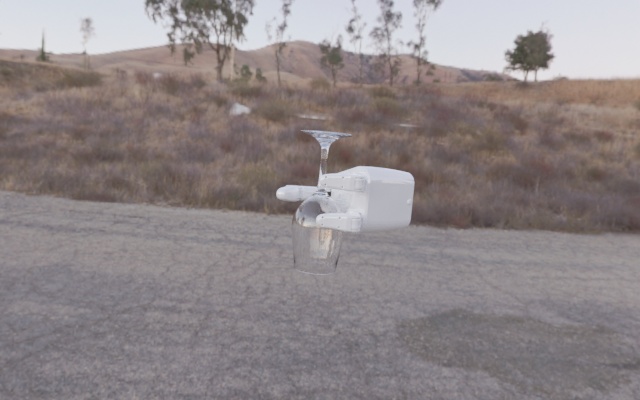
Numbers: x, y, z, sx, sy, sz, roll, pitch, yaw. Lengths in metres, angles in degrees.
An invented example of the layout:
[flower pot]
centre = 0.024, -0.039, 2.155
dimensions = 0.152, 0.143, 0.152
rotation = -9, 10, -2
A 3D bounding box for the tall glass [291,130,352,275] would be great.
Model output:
[tall glass]
centre = 0.000, 0.002, 0.692
dimensions = 0.079, 0.201, 0.079
rotation = 5, 6, 0
